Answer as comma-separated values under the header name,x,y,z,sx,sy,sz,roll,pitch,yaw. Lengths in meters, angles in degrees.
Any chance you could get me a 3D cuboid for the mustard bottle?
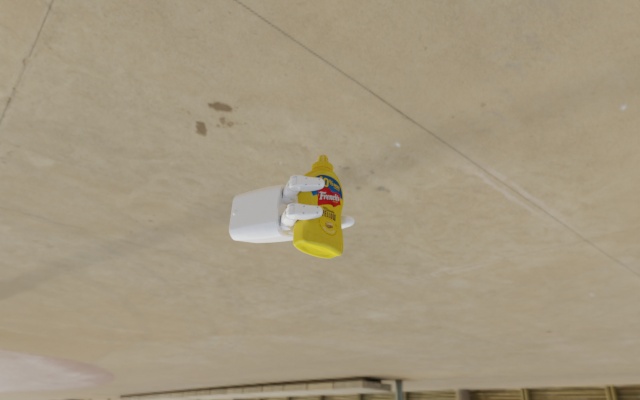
name,x,y,z,sx,sy,sz,roll,pitch,yaw
mustard bottle,0.000,0.003,0.869,0.096,0.191,0.058,23,-33,-35
